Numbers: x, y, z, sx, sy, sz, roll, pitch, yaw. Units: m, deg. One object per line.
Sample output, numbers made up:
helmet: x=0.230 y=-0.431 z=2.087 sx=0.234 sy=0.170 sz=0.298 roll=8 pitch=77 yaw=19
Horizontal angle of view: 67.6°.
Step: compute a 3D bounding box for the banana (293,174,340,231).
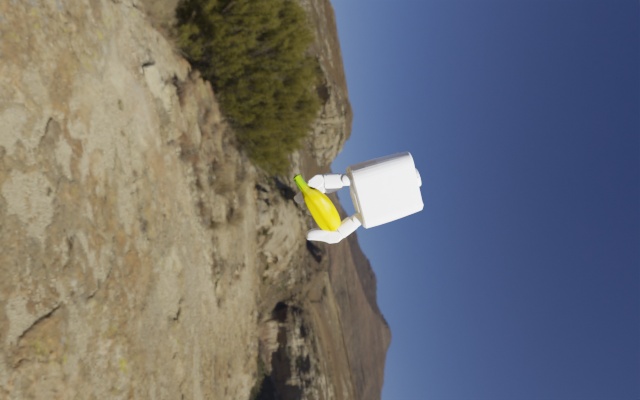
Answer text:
banana: x=0.006 y=0.017 z=0.774 sx=0.037 sy=0.069 sz=0.198 roll=-25 pitch=-23 yaw=3
